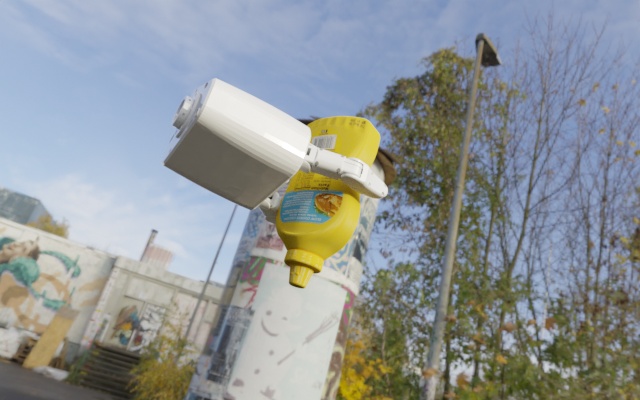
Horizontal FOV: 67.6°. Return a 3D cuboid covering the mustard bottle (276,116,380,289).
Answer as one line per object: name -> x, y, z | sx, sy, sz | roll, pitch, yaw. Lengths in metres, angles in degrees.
mustard bottle -> 0.000, 0.002, 0.522 | 0.096, 0.191, 0.058 | 0, -26, 35
